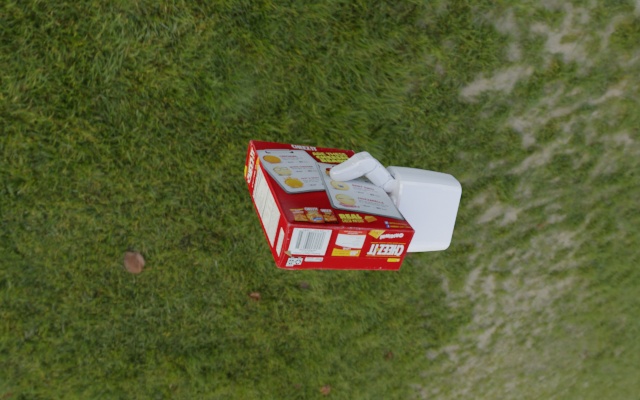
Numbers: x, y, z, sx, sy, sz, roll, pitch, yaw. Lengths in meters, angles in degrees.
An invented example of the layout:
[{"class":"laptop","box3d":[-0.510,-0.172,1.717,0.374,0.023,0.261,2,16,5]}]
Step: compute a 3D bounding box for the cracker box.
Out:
[{"class":"cracker box","box3d":[0.000,0.002,0.632,0.164,0.072,0.213,4,30,-23]}]
